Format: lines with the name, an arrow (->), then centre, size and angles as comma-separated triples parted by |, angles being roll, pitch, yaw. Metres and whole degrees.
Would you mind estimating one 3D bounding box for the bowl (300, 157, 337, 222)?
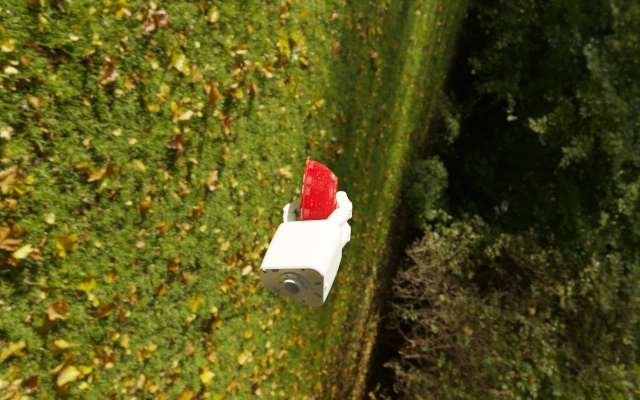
bowl -> 0.001, 0.002, 0.866 | 0.055, 0.162, 0.162 | 3, 0, 4
